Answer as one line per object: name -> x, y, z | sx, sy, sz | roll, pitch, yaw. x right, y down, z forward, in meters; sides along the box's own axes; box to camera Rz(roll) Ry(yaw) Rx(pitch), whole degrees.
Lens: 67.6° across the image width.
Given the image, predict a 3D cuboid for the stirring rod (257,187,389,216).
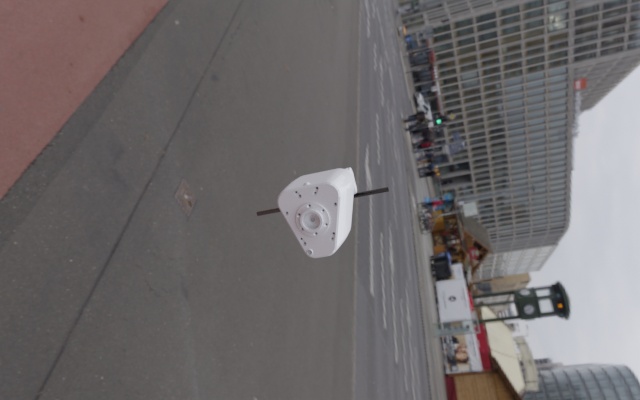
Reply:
stirring rod -> 0.000, 0.003, 0.837 | 0.239, 0.011, 0.011 | -11, -3, 14
